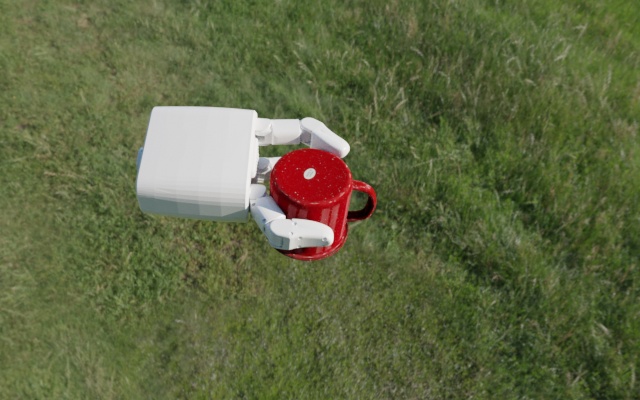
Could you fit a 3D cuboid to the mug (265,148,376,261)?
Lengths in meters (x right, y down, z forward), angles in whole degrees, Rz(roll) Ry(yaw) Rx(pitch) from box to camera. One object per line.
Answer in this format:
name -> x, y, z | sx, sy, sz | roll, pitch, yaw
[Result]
mug -> 0.002, 0.002, 0.493 | 0.117, 0.093, 0.082 | 2, -41, -6
